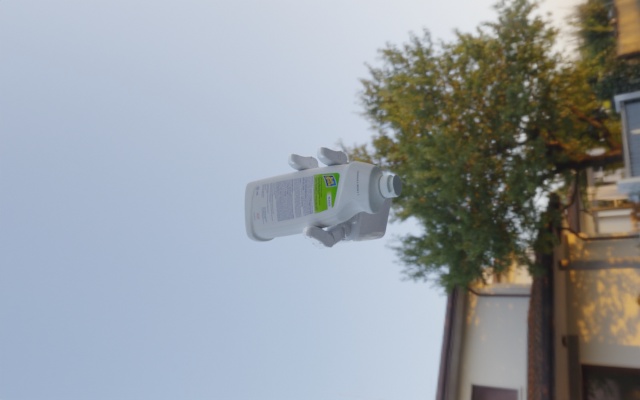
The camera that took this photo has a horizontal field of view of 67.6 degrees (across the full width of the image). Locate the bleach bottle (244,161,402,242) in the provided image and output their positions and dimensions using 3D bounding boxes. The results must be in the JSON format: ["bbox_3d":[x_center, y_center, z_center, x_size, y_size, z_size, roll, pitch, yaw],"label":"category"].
[{"bbox_3d":[0.000,0.002,0.706,0.251,0.102,0.068,-8,-8,34],"label":"bleach bottle"}]
